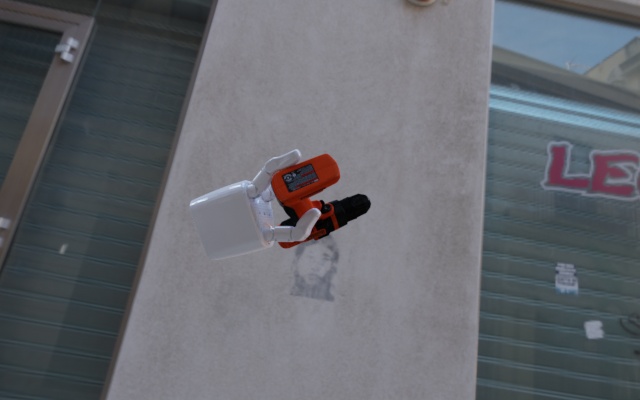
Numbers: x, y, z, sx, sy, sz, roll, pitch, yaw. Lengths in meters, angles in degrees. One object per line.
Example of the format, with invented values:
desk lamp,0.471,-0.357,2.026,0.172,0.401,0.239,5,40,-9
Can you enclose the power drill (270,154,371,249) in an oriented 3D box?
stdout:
power drill,0.000,0.002,0.803,0.184,0.057,0.188,-24,-30,-8
